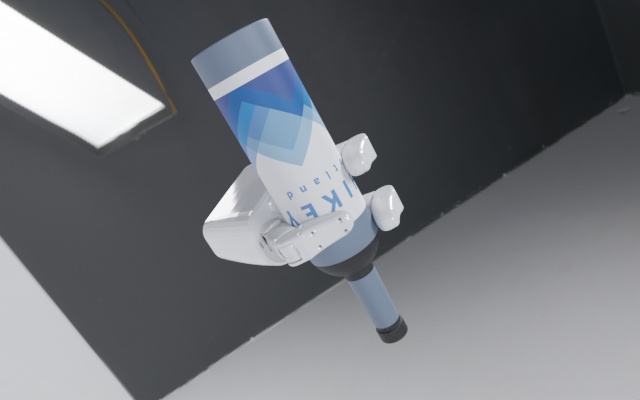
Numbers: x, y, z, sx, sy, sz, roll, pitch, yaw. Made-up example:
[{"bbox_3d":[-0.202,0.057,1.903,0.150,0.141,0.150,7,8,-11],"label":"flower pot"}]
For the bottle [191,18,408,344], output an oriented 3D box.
[{"bbox_3d":[0.000,0.001,0.403,0.069,0.296,0.069,-27,17,9],"label":"bottle"}]
